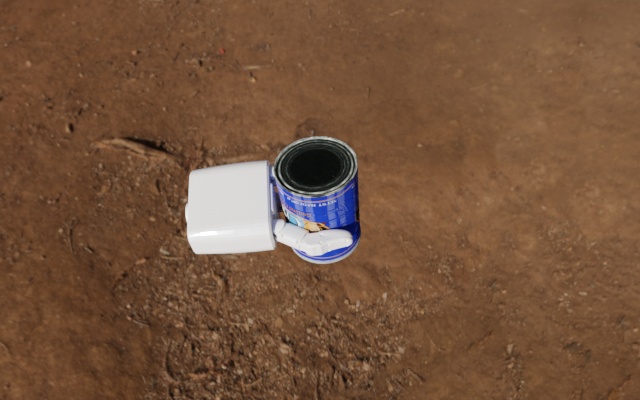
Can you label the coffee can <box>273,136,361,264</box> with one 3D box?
[{"bbox_3d":[0.000,0.002,0.626,0.103,0.102,0.140,0,-41,7],"label":"coffee can"}]
